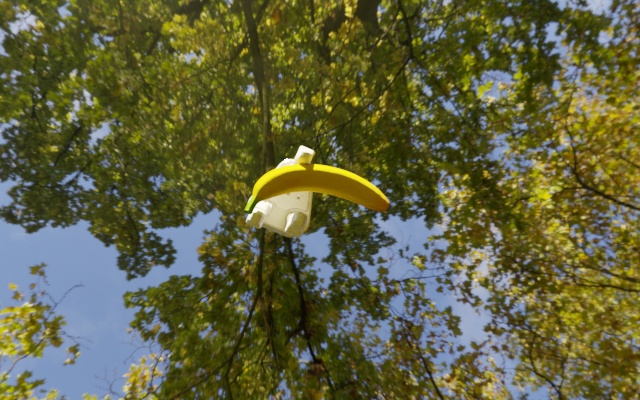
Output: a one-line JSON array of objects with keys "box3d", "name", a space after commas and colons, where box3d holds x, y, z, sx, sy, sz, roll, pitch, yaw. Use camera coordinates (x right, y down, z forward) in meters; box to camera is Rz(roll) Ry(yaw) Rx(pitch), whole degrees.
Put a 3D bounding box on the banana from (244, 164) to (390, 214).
[{"box3d": [-0.004, -0.016, 0.648, 0.198, 0.069, 0.037, -2, -9, -11], "name": "banana"}]
